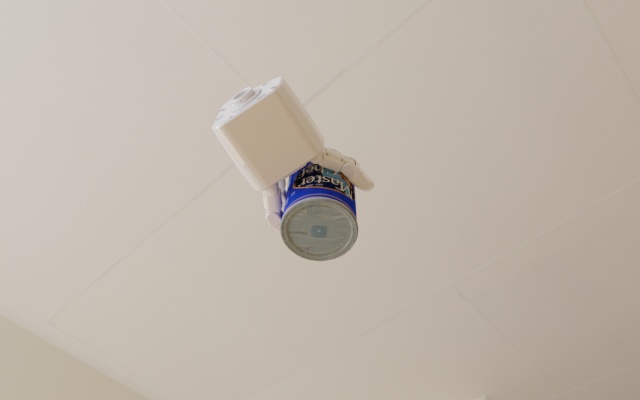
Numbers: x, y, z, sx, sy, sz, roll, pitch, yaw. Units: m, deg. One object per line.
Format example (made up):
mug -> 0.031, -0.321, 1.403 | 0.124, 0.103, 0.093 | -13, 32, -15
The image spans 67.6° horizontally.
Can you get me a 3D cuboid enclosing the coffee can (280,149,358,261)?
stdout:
coffee can -> 0.000, 0.002, 0.682 | 0.103, 0.103, 0.140 | 0, 34, 2
